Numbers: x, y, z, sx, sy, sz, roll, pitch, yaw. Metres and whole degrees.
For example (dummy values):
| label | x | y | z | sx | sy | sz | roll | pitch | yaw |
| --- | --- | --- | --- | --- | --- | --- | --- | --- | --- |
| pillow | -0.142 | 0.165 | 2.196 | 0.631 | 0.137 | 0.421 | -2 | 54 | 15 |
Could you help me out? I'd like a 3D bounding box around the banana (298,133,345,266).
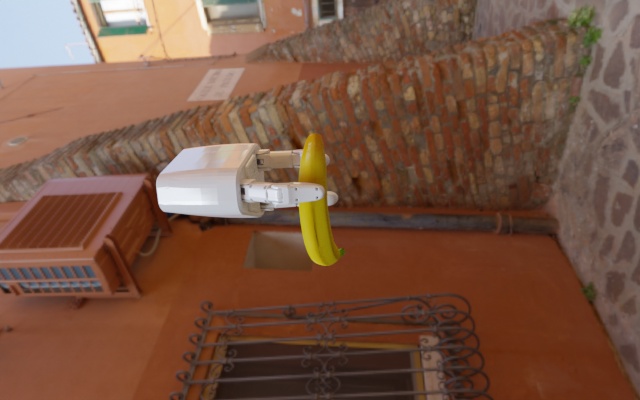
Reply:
| label | x | y | z | sx | sy | sz | roll | pitch | yaw |
| --- | --- | --- | --- | --- | --- | --- | --- | --- | --- |
| banana | -0.003 | 0.016 | 0.595 | 0.037 | 0.198 | 0.069 | 0 | 37 | 14 |
